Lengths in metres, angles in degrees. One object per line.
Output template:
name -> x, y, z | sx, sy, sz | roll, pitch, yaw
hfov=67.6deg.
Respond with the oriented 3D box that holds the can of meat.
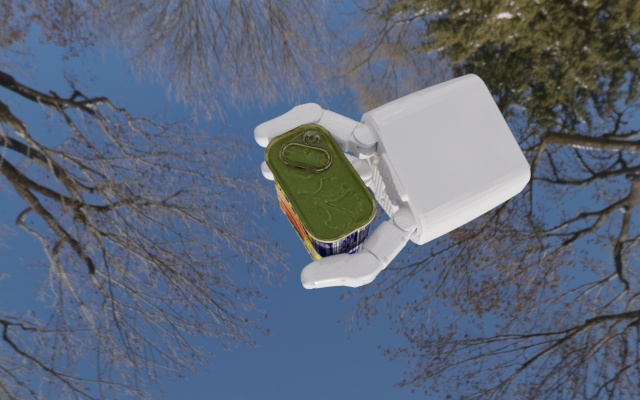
can of meat -> 0.000, 0.002, 0.401 | 0.057, 0.102, 0.084 | -28, -24, -11
